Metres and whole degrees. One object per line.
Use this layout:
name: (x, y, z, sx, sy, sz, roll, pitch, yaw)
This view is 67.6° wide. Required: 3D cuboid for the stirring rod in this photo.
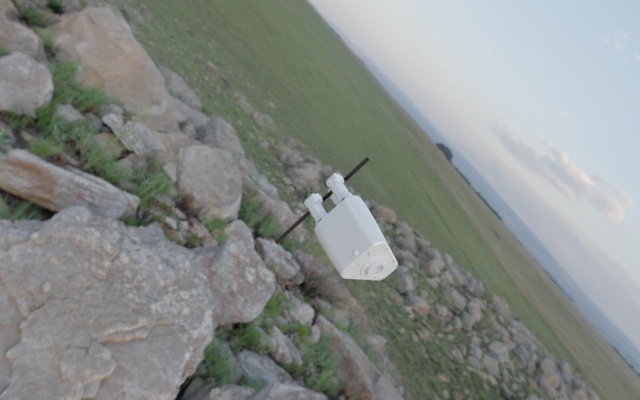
stirring rod: (0.000, 0.003, 0.891, 0.239, 0.011, 0.011, -43, -14, 15)
